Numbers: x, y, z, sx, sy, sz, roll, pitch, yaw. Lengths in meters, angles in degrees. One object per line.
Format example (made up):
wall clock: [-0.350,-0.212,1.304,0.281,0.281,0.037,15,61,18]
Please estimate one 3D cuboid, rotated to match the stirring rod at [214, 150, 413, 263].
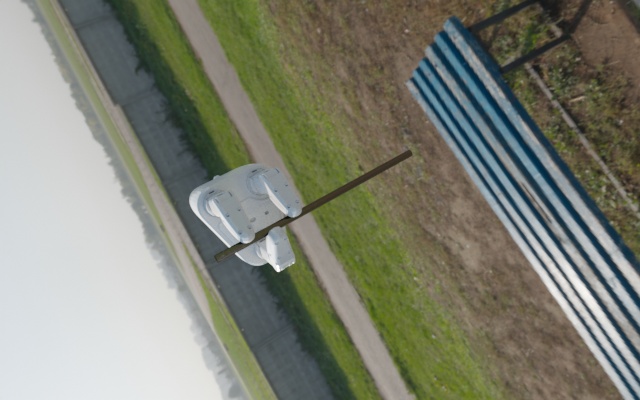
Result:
stirring rod: [0.000,0.002,0.495,0.239,0.011,0.011,-29,10,-18]
